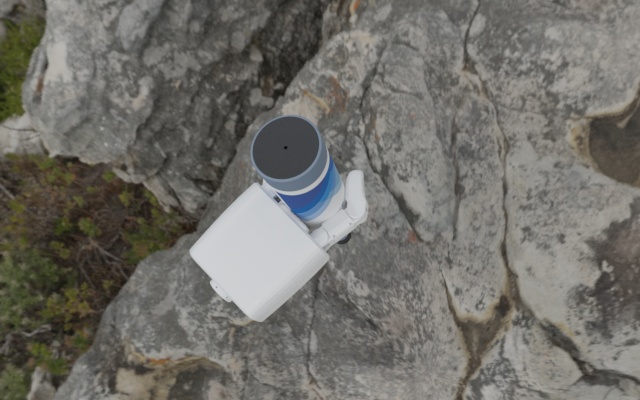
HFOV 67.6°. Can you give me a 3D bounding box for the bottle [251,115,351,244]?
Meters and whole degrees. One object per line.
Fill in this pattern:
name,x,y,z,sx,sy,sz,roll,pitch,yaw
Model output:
bottle,0.000,0.002,0.559,0.069,0.069,0.296,0,-20,13
